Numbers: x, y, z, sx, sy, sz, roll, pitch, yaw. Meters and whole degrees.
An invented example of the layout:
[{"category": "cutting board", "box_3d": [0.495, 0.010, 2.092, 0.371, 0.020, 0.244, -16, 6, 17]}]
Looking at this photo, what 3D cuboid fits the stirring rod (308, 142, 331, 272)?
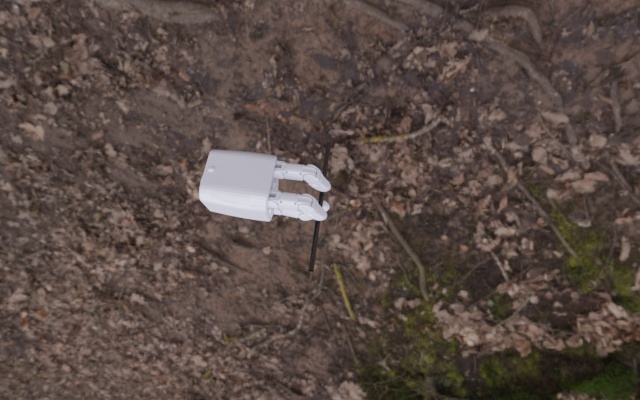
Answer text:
[{"category": "stirring rod", "box_3d": [0.000, 0.002, 0.778, 0.011, 0.239, 0.011, 6, -30, 3]}]
